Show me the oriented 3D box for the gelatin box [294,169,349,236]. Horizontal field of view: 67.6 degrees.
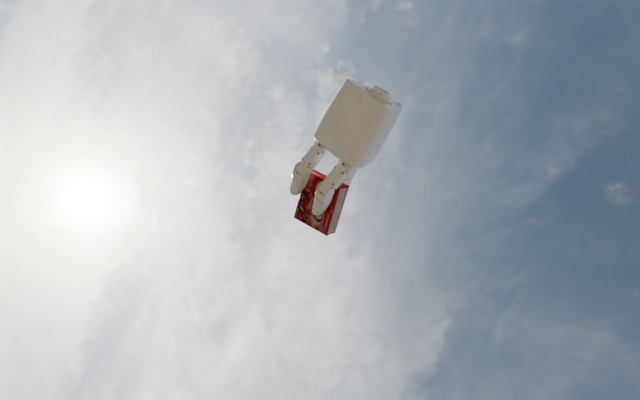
[{"bbox_3d":[0.000,0.003,0.790,0.073,0.089,0.030,27,22,30],"label":"gelatin box"}]
